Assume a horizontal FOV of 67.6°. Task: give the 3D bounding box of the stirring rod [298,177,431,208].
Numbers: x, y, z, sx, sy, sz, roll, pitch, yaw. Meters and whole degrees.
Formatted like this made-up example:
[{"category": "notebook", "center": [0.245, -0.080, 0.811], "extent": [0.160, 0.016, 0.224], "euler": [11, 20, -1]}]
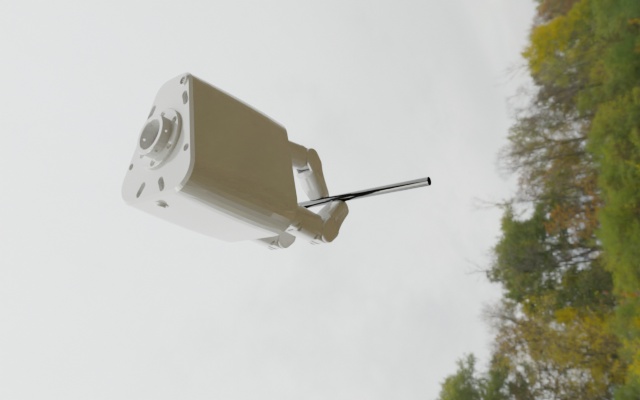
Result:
[{"category": "stirring rod", "center": [0.000, 0.002, 0.484], "extent": [0.239, 0.011, 0.011], "euler": [-11, -7, 38]}]
